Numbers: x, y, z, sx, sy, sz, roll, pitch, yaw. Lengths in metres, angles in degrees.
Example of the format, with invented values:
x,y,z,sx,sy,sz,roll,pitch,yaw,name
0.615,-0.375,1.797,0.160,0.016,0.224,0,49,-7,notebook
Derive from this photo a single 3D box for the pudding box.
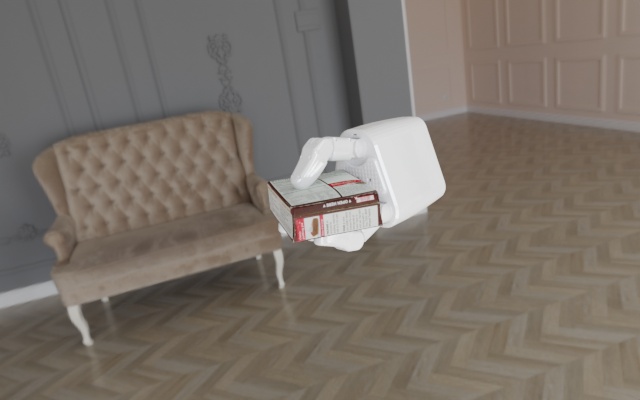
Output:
x,y,z,sx,sy,sz,roll,pitch,yaw,name
0.000,0.001,0.486,0.090,0.039,0.113,-11,16,-14,pudding box
